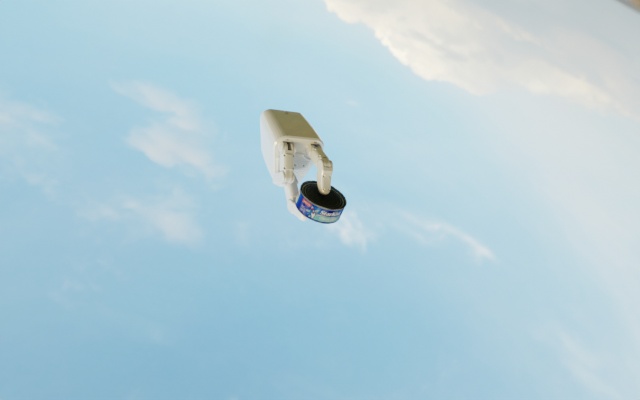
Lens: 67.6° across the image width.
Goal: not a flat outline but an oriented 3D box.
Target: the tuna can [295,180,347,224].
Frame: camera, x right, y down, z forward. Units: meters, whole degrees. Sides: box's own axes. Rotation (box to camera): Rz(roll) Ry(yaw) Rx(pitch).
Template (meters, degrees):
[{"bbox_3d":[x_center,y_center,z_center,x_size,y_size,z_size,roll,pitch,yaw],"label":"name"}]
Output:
[{"bbox_3d":[0.000,0.003,0.830,0.086,0.034,0.086,17,30,-10],"label":"tuna can"}]
